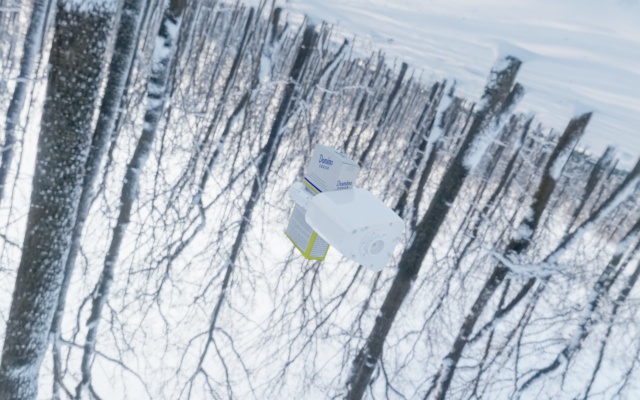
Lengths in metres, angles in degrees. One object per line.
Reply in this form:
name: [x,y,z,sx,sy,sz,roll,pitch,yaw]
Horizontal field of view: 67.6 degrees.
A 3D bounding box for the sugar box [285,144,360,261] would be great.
sugar box: [0.001,0.003,0.810,0.048,0.176,0.093,11,19,-36]
